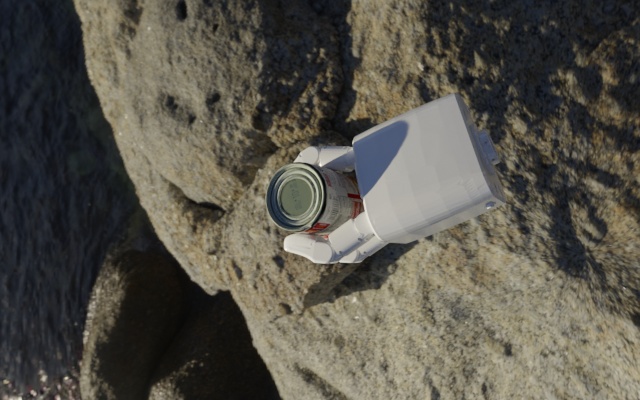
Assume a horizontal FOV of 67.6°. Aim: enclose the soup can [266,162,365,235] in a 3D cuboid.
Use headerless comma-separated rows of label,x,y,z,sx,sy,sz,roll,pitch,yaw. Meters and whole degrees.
soup can,-0.001,0.002,0.484,0.068,0.068,0.102,0,-5,29
